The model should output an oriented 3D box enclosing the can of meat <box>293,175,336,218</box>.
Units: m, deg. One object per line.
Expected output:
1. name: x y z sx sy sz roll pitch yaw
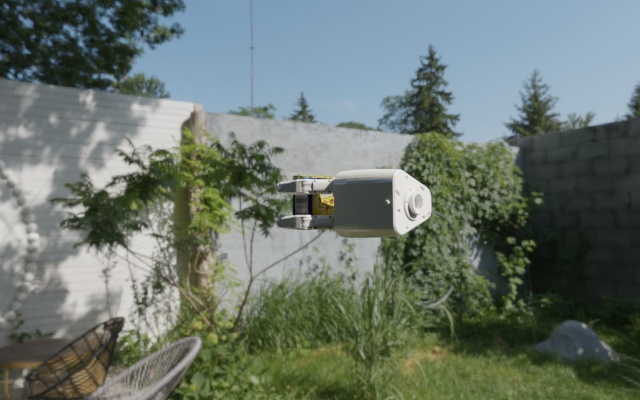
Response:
1. can of meat: 0.000 0.002 0.779 0.102 0.084 0.057 2 -2 -45
